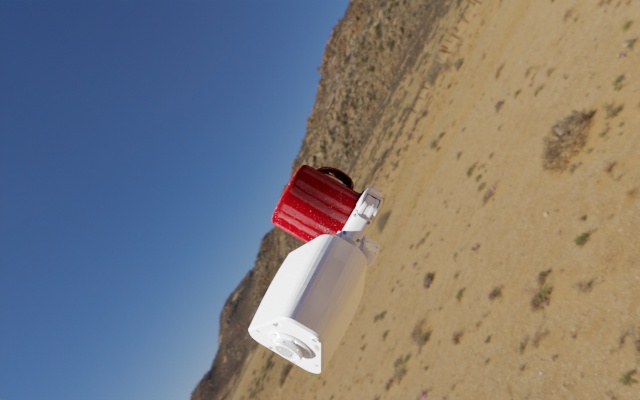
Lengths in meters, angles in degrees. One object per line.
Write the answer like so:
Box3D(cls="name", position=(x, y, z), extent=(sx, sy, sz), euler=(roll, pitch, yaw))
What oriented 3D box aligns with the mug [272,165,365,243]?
Box3D(cls="mug", position=(0.001, 0.001, 0.573), extent=(0.081, 0.117, 0.093), euler=(29, -37, 1))
